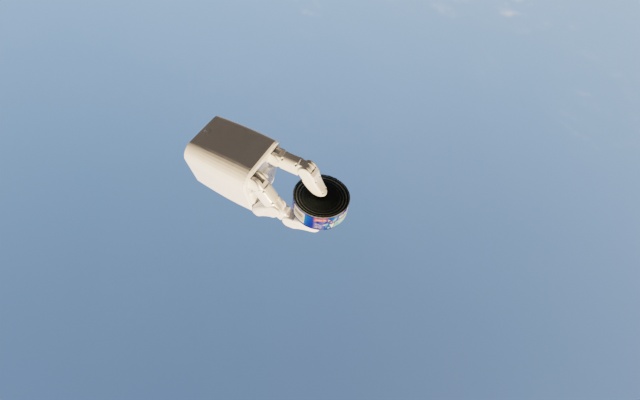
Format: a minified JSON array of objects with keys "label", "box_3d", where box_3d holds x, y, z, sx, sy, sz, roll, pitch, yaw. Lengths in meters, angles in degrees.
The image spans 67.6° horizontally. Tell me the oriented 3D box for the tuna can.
[{"label":"tuna can","box_3d":[0.000,0.003,0.721,0.086,0.086,0.034,0,-40,-8]}]
